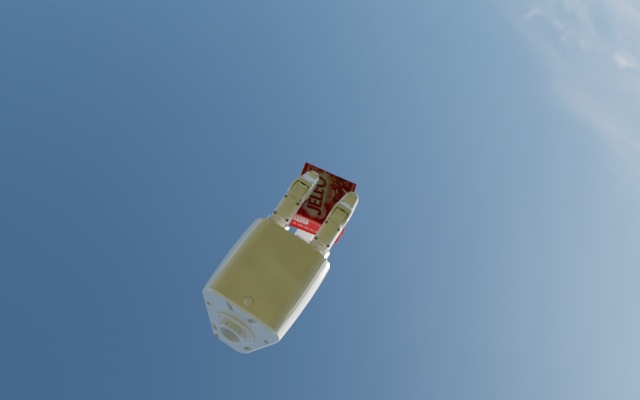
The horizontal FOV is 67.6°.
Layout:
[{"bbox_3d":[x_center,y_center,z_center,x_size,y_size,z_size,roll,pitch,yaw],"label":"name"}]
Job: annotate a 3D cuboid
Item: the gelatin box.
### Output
[{"bbox_3d":[0.000,0.002,0.597,0.073,0.089,0.030,23,-43,-5],"label":"gelatin box"}]
